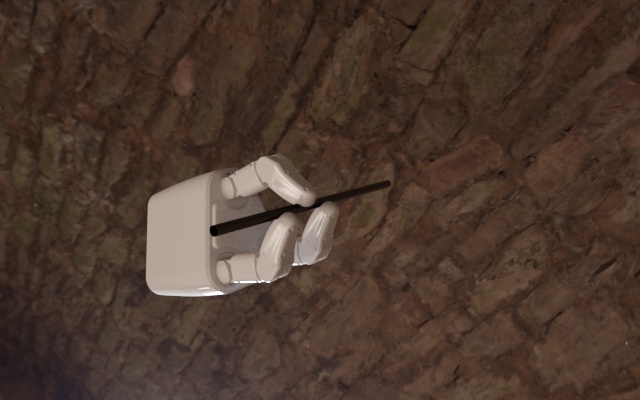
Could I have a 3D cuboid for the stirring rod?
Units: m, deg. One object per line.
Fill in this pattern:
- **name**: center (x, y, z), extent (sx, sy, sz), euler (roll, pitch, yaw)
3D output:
- **stirring rod**: center (0.000, 0.001, 0.413), extent (0.011, 0.011, 0.239), euler (0, 9, 37)
